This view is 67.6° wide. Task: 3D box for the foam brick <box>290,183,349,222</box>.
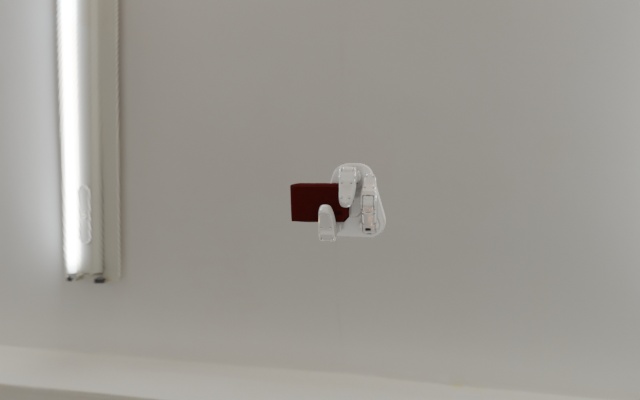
[{"bbox_3d":[0.000,0.002,0.681,0.078,0.053,0.051,1,6,9],"label":"foam brick"}]
